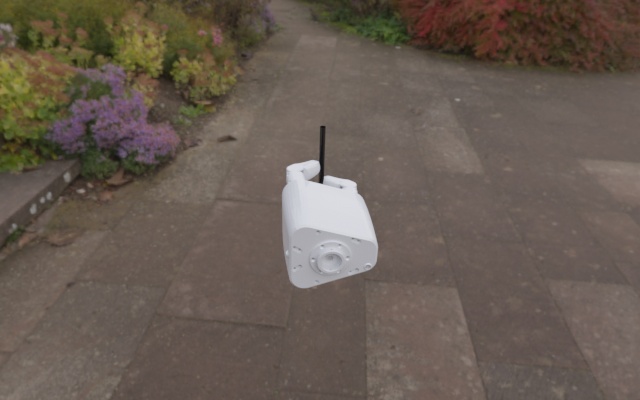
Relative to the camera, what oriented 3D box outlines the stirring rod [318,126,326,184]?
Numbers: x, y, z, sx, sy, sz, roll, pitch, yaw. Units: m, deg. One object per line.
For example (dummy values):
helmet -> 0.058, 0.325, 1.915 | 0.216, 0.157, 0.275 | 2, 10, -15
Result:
stirring rod -> 0.000, 0.002, 0.721 | 0.011, 0.240, 0.011 | 1, 30, -1
